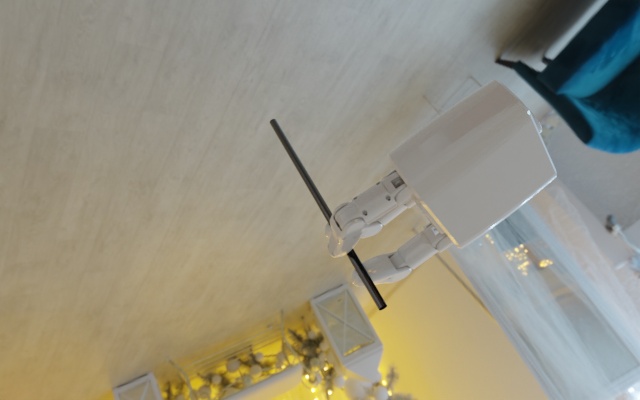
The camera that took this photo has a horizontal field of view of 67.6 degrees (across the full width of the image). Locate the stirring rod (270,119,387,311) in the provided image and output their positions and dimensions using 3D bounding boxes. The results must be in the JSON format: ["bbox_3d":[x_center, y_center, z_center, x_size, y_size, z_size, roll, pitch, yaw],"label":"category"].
[{"bbox_3d":[0.000,0.001,0.461,0.011,0.239,0.011,-21,-33,-15],"label":"stirring rod"}]
